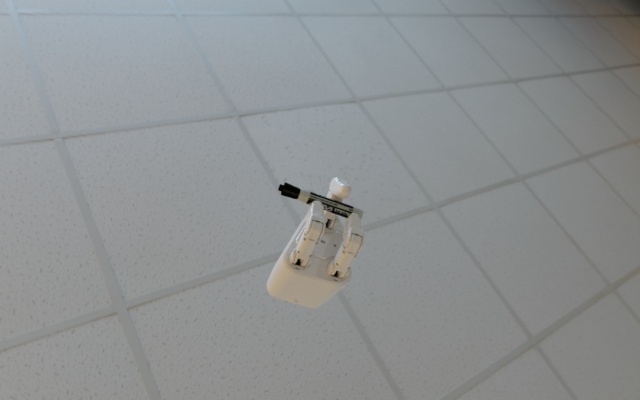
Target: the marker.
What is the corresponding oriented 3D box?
[{"bbox_3d":[0.000,0.002,0.652,0.121,0.020,0.020,19,-4,-11],"label":"marker"}]
